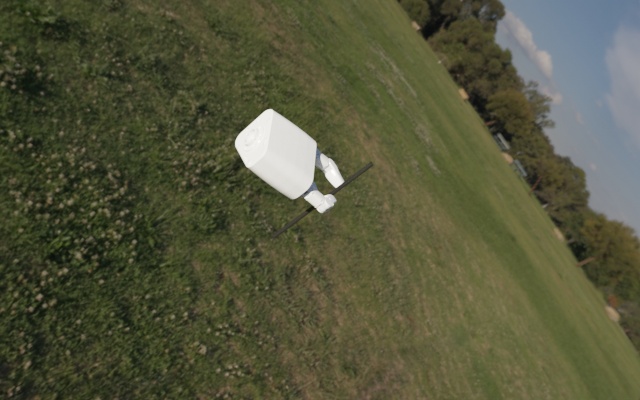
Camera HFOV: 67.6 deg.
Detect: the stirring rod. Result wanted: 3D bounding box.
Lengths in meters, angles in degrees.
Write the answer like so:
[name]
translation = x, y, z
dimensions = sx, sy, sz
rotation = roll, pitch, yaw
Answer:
[stirring rod]
translation = 0.000, 0.003, 0.872
dimensions = 0.239, 0.011, 0.011
rotation = -37, -16, 23
